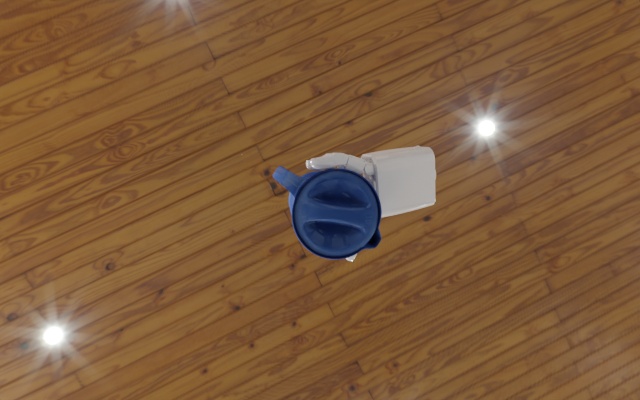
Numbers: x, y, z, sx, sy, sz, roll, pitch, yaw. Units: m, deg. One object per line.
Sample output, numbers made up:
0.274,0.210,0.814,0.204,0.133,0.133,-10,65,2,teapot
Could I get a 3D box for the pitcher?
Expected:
0.000,0.003,0.802,0.145,0.149,0.243,-12,7,-7,pitcher
